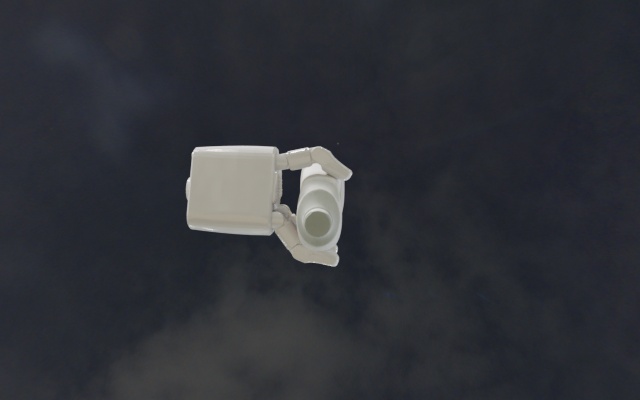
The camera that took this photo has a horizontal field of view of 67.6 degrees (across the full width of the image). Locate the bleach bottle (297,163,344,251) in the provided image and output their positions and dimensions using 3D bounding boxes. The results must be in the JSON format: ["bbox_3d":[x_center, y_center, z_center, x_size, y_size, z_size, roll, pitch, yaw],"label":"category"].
[{"bbox_3d":[0.000,0.002,0.630,0.068,0.102,0.251,0,7,1],"label":"bleach bottle"}]
